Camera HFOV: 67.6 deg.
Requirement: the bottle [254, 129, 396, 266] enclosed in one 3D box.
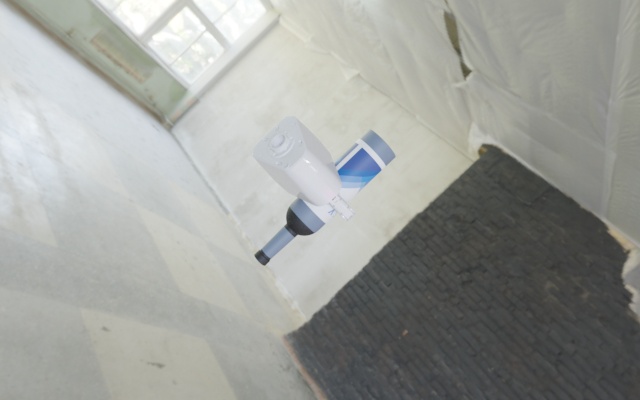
[{"bbox_3d":[0.000,0.003,0.826,0.296,0.069,0.069,-44,-2,2],"label":"bottle"}]
